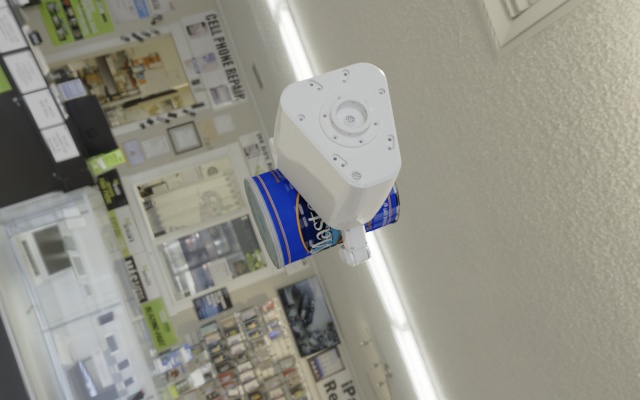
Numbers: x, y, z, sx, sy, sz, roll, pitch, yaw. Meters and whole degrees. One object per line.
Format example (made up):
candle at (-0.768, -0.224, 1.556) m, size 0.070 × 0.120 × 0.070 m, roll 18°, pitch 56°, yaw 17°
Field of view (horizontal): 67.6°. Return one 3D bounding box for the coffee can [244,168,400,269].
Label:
coffee can at (0.000, 0.002, 0.521) m, size 0.140 × 0.103 × 0.103 m, roll -20°, pitch 5°, yaw -13°
